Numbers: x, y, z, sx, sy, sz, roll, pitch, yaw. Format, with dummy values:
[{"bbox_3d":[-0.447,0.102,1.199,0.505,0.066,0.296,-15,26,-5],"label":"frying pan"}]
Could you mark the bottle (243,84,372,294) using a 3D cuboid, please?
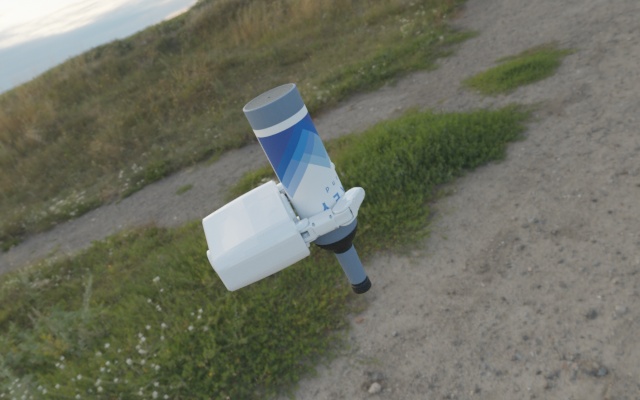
[{"bbox_3d":[0.000,0.002,0.604,0.069,0.296,0.069,-21,26,11],"label":"bottle"}]
